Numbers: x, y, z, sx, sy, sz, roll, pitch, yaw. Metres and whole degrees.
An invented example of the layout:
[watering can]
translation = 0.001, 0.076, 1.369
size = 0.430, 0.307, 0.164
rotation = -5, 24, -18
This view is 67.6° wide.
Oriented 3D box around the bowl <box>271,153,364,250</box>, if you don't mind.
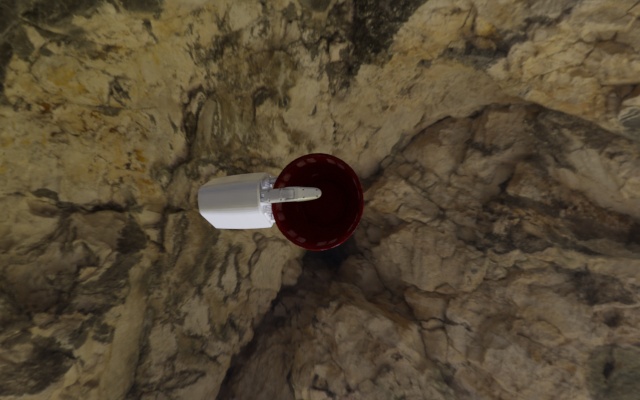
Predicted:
[bowl]
translation = 0.002, 0.003, 0.813
size = 0.162, 0.162, 0.055
rotation = 0, -2, 17
